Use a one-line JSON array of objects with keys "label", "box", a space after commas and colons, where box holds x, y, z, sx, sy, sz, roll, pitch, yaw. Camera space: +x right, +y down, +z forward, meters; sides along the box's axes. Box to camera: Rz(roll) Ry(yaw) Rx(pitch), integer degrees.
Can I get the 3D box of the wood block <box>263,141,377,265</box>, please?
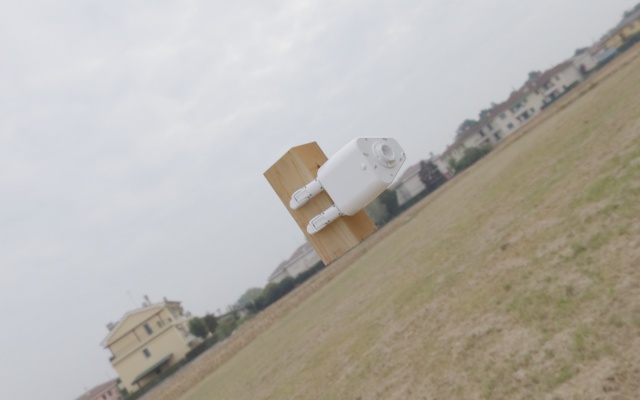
[{"label": "wood block", "box": [0.000, 0.003, 0.890, 0.090, 0.206, 0.091, -38, -7, 33]}]
